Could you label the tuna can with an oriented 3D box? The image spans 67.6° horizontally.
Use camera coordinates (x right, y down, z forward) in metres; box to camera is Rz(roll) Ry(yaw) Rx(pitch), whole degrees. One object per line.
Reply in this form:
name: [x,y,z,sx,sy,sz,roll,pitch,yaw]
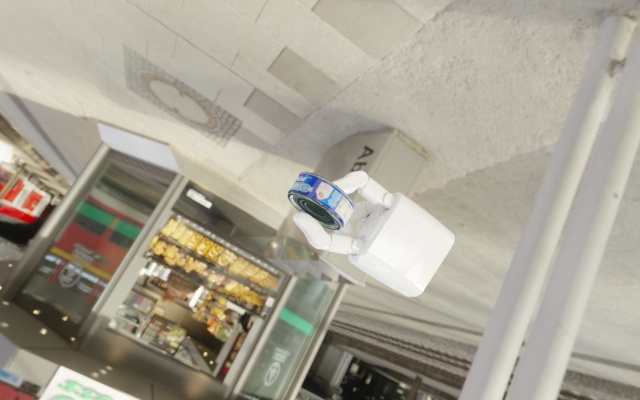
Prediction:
tuna can: [0.000,0.002,0.616,0.086,0.033,0.086,30,-17,10]
